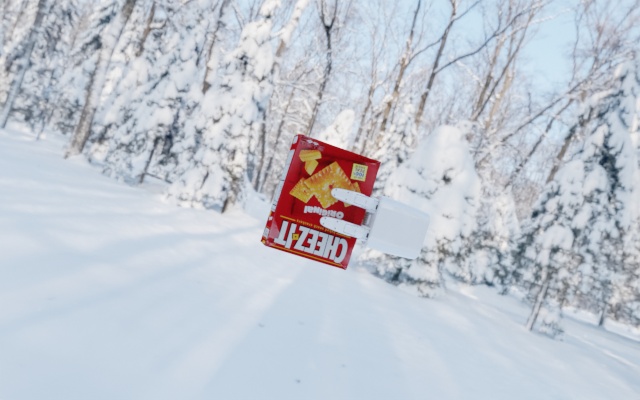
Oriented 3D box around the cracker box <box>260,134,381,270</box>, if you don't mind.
[{"bbox_3d":[0.000,0.003,0.888,0.164,0.213,0.072,18,-1,-12],"label":"cracker box"}]
